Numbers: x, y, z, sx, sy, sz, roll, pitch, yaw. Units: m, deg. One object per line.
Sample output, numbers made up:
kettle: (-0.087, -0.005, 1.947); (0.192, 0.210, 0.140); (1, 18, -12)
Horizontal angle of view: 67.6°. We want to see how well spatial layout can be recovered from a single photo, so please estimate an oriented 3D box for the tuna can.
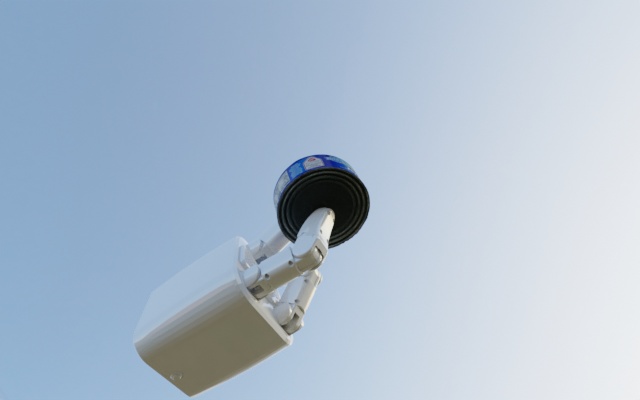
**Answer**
tuna can: (0.000, 0.001, 0.441); (0.086, 0.086, 0.033); (0, 29, -14)
